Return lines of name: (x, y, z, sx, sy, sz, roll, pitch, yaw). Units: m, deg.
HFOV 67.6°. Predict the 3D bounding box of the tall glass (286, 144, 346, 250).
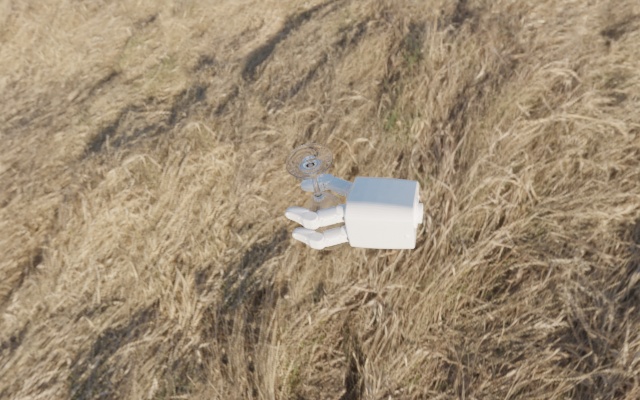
tall glass: (0.000, 0.002, 0.802, 0.079, 0.079, 0.201, 0, -40, 13)
